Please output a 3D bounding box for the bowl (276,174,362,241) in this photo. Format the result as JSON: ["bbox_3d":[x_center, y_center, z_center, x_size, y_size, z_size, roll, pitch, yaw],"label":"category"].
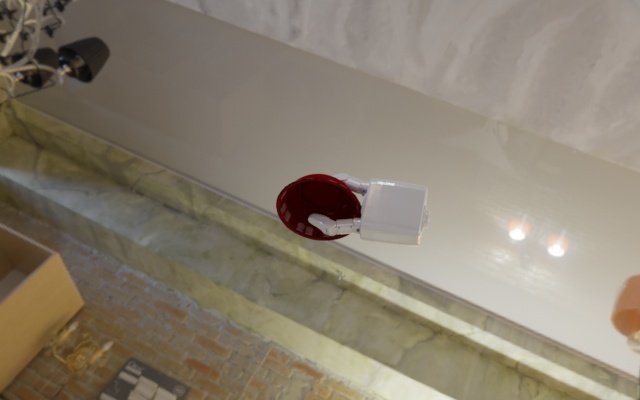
[{"bbox_3d":[-0.001,0.002,0.900,0.162,0.162,0.055,0,43,10],"label":"bowl"}]
